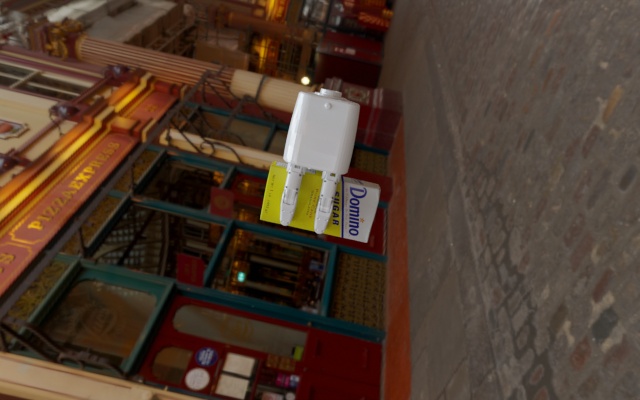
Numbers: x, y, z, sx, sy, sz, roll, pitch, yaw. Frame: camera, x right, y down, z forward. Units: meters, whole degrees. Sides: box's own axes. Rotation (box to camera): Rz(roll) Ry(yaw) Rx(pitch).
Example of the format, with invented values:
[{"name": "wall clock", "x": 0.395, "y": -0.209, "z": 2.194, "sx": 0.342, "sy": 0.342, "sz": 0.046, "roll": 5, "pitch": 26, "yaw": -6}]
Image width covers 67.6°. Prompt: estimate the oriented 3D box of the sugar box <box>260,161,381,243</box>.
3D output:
[{"name": "sugar box", "x": 0.000, "y": 0.002, "z": 0.761, "sx": 0.176, "sy": 0.093, "sz": 0.048, "roll": 12, "pitch": 15, "yaw": -1}]
